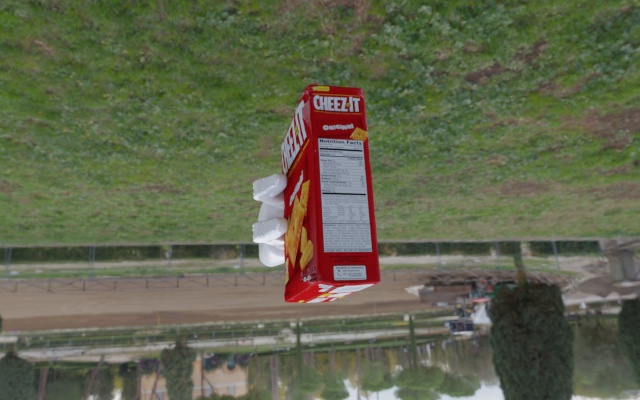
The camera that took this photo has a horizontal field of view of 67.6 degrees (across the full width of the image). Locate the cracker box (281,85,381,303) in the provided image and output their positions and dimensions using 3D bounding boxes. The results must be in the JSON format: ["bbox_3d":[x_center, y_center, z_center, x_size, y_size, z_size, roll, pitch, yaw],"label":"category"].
[{"bbox_3d":[0.000,0.002,0.549,0.072,0.213,0.164,1,-18,-15],"label":"cracker box"}]
